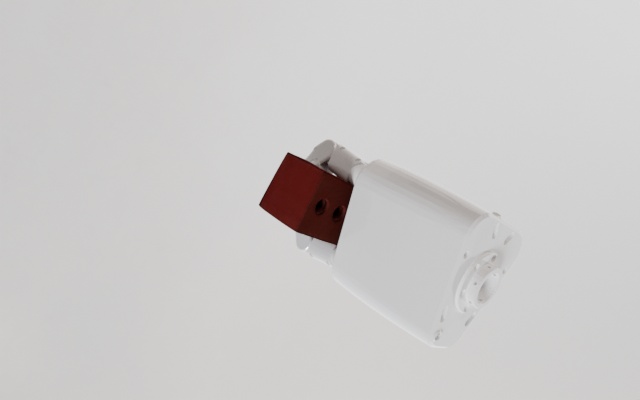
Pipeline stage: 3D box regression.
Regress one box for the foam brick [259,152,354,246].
[{"bbox_3d":[0.000,0.001,0.403,0.078,0.053,0.051,22,8,-46],"label":"foam brick"}]
